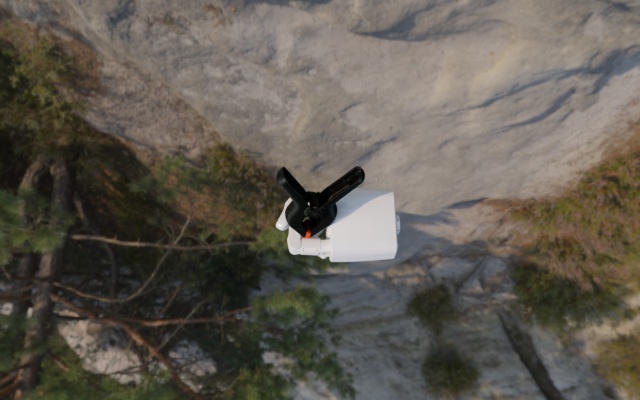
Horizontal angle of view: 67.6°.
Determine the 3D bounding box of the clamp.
[{"bbox_3d":[0.000,0.003,0.697,0.120,0.039,0.172,-1,-30,-2],"label":"clamp"}]
